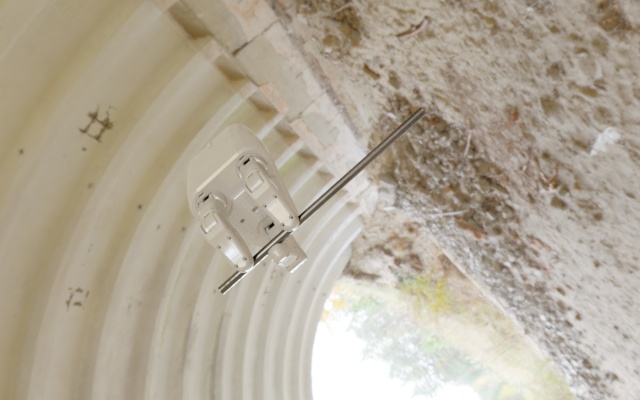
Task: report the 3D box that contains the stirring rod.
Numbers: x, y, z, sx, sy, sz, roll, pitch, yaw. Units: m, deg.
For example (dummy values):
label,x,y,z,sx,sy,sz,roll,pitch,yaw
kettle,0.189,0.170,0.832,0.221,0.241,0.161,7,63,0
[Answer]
label,x,y,z,sx,sy,sz,roll,pitch,yaw
stirring rod,0.000,0.001,0.424,0.239,0.011,0.011,-42,-3,3
